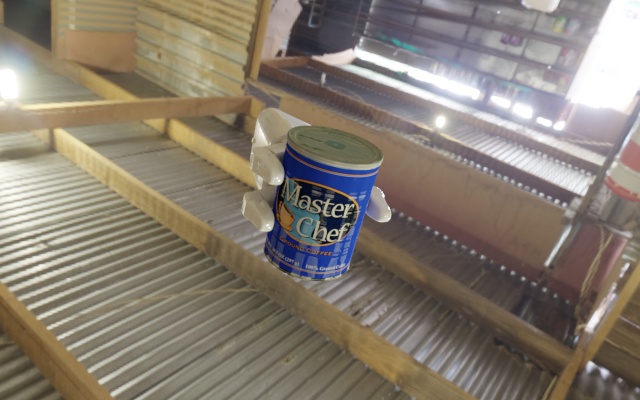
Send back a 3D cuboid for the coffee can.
[{"bbox_3d":[0.000,0.002,0.524,0.103,0.140,0.102,12,25,-6],"label":"coffee can"}]
